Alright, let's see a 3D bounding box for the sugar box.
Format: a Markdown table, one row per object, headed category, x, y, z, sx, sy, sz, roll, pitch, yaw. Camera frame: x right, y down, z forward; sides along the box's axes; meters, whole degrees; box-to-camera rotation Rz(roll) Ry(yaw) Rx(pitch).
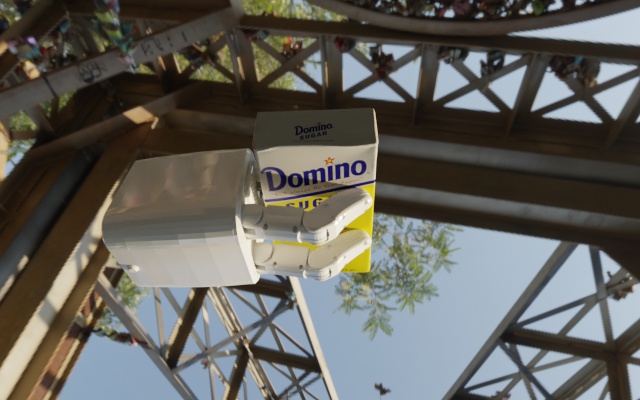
| category | x | y | z | sx | sy | sz | roll | pitch | yaw |
| --- | --- | --- | --- | --- | --- | --- | --- | --- | --- |
| sugar box | 0.000 | 0.002 | 0.418 | 0.093 | 0.048 | 0.176 | -2 | -37 | 3 |
